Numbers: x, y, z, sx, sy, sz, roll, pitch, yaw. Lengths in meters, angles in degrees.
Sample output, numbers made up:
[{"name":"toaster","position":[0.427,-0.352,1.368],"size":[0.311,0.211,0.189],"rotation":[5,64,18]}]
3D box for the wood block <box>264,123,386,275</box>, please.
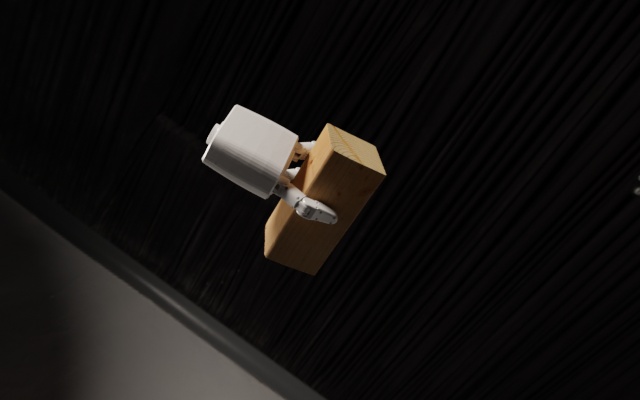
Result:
[{"name":"wood block","position":[0.000,0.002,0.729],"size":[0.090,0.206,0.090],"rotation":[23,28,-19]}]
